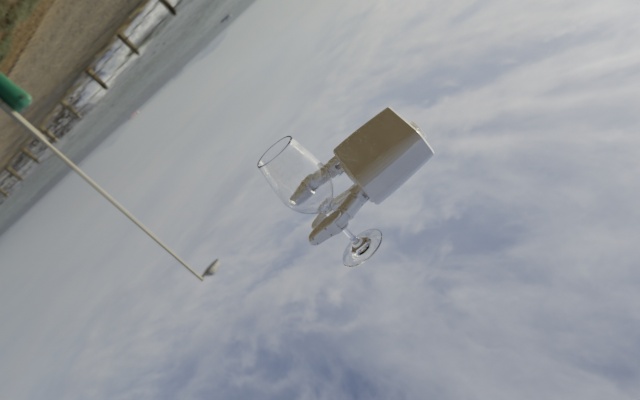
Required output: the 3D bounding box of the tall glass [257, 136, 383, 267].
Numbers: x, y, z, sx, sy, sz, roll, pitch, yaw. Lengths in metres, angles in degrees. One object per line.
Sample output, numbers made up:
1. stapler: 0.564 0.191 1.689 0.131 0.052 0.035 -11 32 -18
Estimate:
1. tall glass: 0.000 0.003 0.676 0.201 0.079 0.079 47 -22 -22
